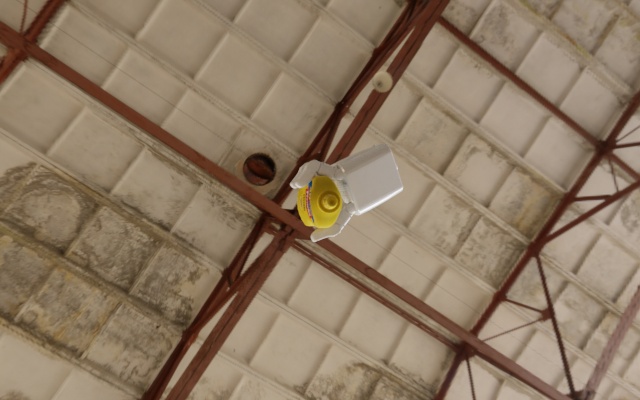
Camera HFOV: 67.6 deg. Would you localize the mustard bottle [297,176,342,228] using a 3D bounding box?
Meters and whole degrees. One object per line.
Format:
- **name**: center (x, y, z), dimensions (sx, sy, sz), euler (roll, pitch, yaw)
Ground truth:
- **mustard bottle**: center (0.000, 0.003, 0.897), dimensions (0.058, 0.096, 0.191), euler (-1, 0, -13)
